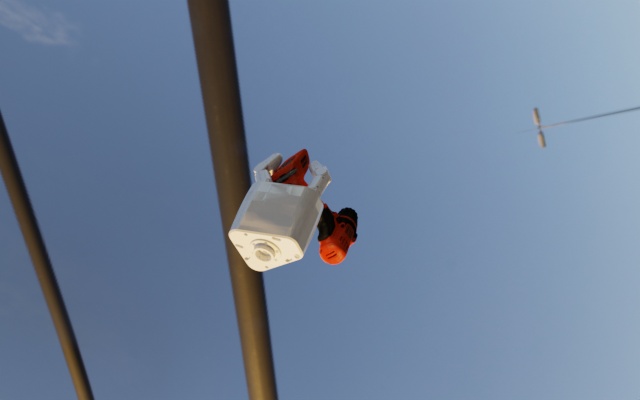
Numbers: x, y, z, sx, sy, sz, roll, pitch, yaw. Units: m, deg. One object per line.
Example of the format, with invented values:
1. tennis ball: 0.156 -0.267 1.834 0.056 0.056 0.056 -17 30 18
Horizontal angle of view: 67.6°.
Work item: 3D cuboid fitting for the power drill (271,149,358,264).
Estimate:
1. power drill: 0.000 0.003 0.846 0.057 0.188 0.184 -33 10 20
